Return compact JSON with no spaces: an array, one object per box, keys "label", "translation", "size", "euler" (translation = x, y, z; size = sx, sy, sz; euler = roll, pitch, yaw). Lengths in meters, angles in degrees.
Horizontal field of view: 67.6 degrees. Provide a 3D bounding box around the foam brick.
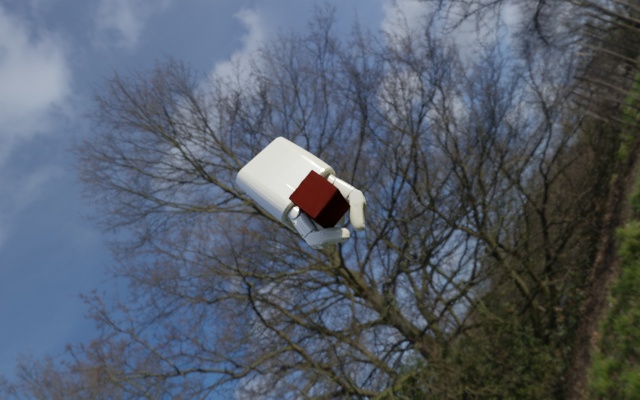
[{"label":"foam brick","translation":[0.000,0.002,0.663],"size":[0.051,0.053,0.078],"euler":[38,-5,23]}]
